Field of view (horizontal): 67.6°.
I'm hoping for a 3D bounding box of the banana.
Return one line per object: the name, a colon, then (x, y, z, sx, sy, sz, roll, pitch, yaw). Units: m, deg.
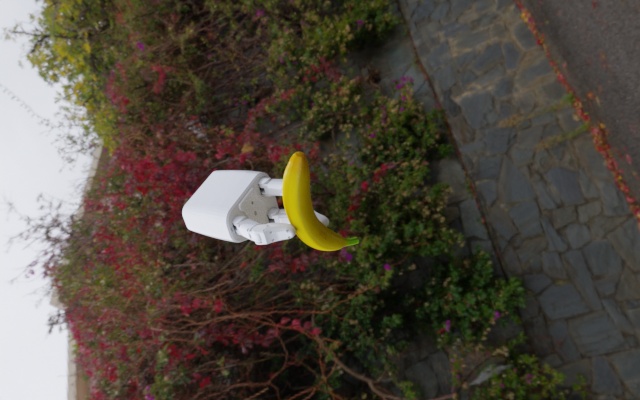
banana: (-0.013, 0.016, 0.658, 0.037, 0.069, 0.198, 43, -10, 46)
